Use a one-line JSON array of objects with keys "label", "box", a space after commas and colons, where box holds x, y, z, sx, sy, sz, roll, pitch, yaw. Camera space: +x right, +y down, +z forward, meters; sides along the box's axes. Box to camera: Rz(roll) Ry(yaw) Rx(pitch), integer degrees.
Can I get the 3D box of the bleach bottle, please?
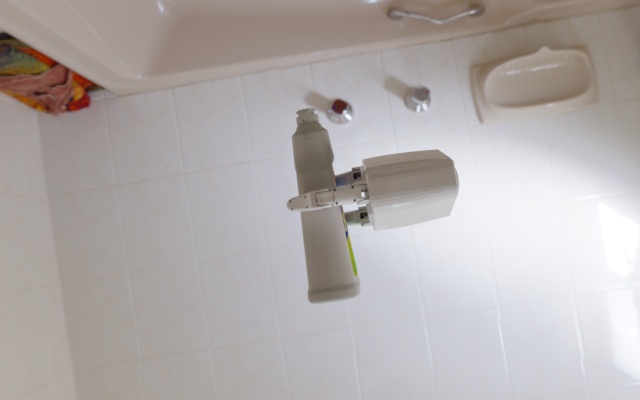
[{"label": "bleach bottle", "box": [0.000, 0.002, 0.630, 0.068, 0.251, 0.102, -10, -3, 5]}]
